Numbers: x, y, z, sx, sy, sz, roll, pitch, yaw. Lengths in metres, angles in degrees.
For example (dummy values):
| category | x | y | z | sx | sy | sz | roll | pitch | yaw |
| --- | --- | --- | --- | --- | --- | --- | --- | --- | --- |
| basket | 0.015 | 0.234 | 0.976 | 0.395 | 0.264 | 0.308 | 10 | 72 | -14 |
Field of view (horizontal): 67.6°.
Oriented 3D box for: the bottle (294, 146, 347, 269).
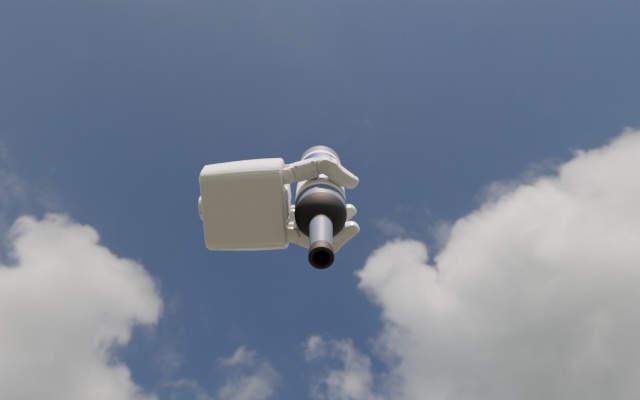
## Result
| category | x | y | z | sx | sy | sz | roll | pitch | yaw |
| --- | --- | --- | --- | --- | --- | --- | --- | --- | --- |
| bottle | 0.000 | 0.002 | 0.631 | 0.069 | 0.069 | 0.295 | 0 | 23 | 0 |
